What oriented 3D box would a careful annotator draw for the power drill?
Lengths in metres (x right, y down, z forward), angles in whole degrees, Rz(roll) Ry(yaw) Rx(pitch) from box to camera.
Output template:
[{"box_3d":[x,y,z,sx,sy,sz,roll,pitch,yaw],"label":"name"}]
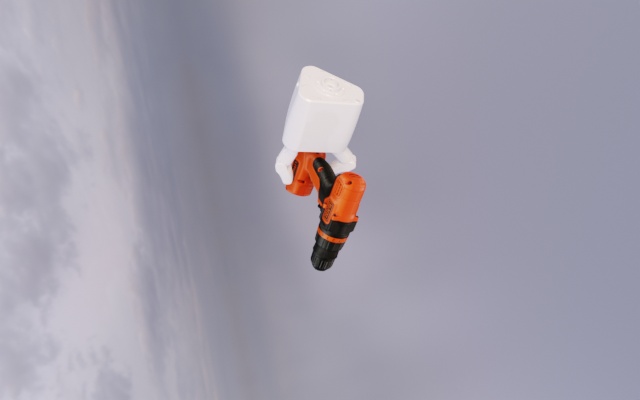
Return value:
[{"box_3d":[0.000,0.002,0.825,0.057,0.184,0.187,4,31,-31],"label":"power drill"}]
